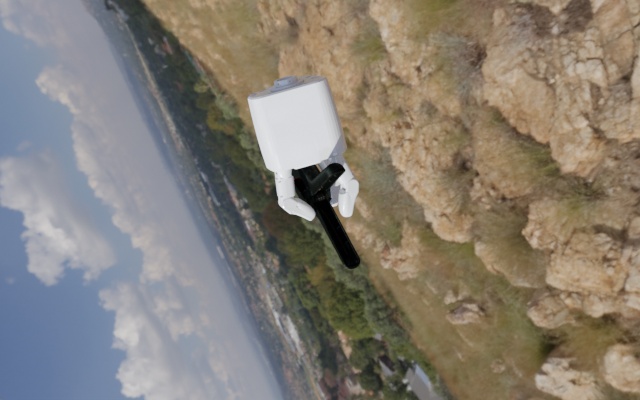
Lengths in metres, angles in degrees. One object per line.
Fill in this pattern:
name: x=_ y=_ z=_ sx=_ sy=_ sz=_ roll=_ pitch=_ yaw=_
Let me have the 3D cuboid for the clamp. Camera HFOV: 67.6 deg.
clamp: x=-0.001 y=0.002 z=0.727 sx=0.036 sy=0.165 sz=0.210 roll=-19 pitch=22 yaw=-17
